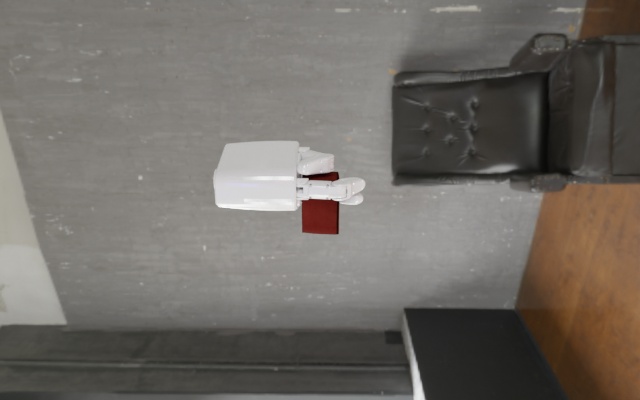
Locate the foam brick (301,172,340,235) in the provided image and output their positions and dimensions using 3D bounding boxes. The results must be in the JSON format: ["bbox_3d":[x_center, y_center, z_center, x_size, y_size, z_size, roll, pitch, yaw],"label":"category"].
[{"bbox_3d":[0.000,0.002,0.666,0.051,0.078,0.053,0,18,0],"label":"foam brick"}]
